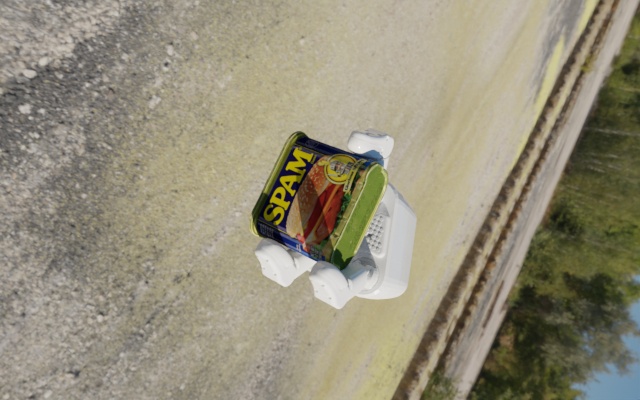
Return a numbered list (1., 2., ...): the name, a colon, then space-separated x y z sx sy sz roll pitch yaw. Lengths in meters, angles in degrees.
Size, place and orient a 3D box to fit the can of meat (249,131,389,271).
1. can of meat: 0.000 0.001 0.416 0.084 0.102 0.057 23 -5 26
